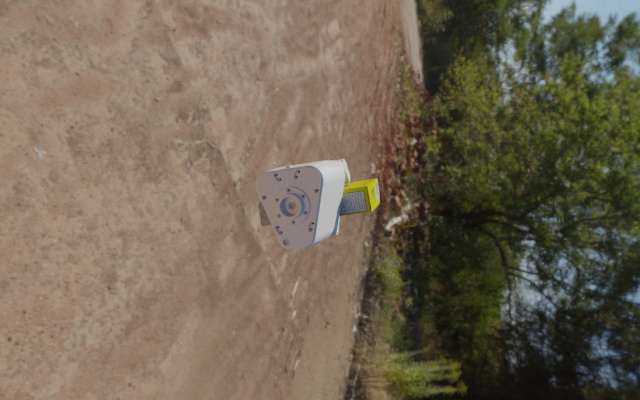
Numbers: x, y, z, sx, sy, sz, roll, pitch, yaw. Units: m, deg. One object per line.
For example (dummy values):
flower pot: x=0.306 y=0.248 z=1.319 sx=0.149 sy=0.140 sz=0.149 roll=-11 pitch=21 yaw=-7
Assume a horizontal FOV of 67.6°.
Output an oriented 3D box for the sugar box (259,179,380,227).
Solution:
sugar box: x=0.000 y=0.002 z=0.753 sx=0.176 sy=0.048 sz=0.093 roll=-6 pitch=7 yaw=16
